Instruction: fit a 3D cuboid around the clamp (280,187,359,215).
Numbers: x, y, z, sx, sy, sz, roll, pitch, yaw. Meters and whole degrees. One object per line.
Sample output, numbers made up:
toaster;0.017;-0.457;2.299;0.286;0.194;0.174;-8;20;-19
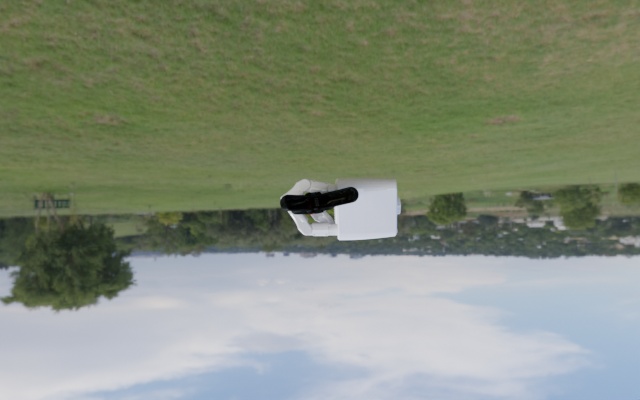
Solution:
clamp;0.000;0.003;0.792;0.120;0.039;0.171;-2;-2;1
